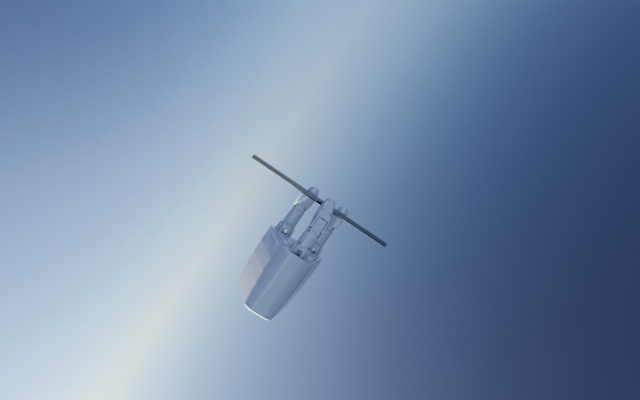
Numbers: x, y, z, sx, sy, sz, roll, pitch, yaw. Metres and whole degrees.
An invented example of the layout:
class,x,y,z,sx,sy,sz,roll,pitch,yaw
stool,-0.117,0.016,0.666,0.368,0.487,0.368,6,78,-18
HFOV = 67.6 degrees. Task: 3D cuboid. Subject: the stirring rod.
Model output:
class,x,y,z,sx,sy,sz,roll,pitch,yaw
stirring rod,0.000,0.002,0.710,0.239,0.011,0.011,34,-6,-8
